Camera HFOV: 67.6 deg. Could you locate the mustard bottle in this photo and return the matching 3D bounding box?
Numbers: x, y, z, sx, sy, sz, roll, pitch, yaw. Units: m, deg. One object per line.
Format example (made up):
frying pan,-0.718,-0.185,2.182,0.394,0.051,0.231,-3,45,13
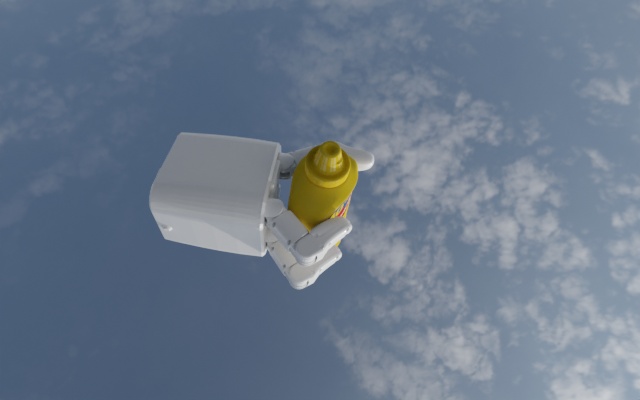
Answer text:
mustard bottle,0.000,0.002,0.491,0.058,0.096,0.192,30,-28,11
